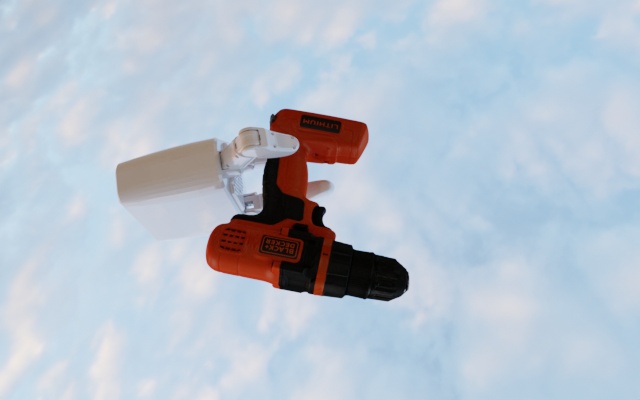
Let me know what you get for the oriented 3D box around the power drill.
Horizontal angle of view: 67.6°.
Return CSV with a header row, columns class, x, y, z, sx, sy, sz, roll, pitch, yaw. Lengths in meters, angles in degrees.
class,x,y,z,sx,sy,sz,roll,pitch,yaw
power drill,0.000,0.001,0.467,0.184,0.187,0.057,11,-34,1
